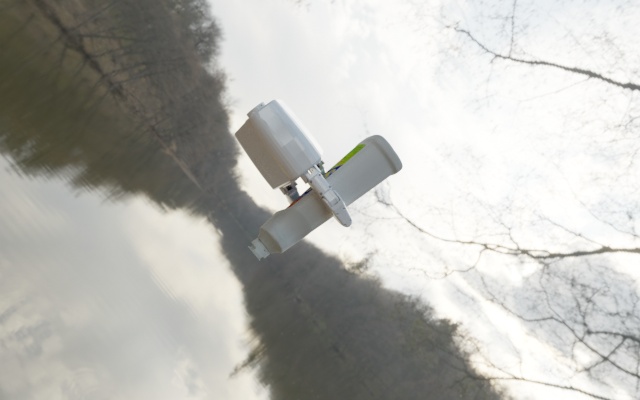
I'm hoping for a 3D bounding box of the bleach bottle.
[{"bbox_3d":[0.000,0.002,0.717,0.251,0.068,0.102,-38,9,-9],"label":"bleach bottle"}]
